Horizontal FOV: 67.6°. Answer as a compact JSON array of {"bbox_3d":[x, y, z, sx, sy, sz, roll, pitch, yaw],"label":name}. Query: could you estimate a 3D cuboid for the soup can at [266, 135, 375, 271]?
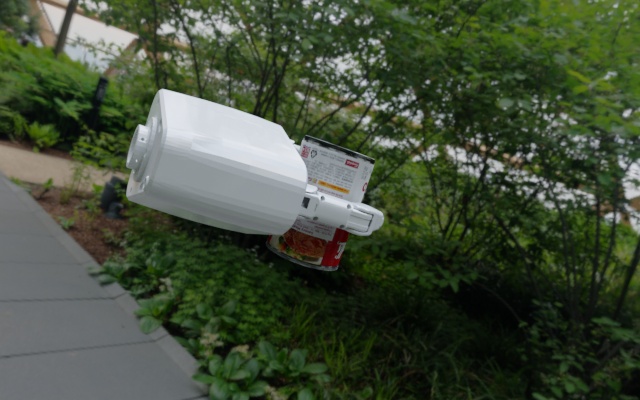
[{"bbox_3d":[0.001,0.001,0.419,0.068,0.102,0.068,19,6,-2],"label":"soup can"}]
